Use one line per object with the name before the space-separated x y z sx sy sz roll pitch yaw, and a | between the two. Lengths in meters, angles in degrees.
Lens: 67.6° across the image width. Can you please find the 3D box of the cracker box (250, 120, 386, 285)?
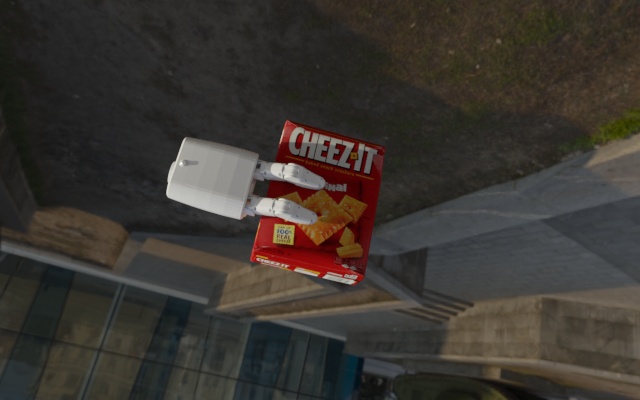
cracker box | 0.000 0.003 0.717 0.164 0.213 0.072 15 -21 -6
